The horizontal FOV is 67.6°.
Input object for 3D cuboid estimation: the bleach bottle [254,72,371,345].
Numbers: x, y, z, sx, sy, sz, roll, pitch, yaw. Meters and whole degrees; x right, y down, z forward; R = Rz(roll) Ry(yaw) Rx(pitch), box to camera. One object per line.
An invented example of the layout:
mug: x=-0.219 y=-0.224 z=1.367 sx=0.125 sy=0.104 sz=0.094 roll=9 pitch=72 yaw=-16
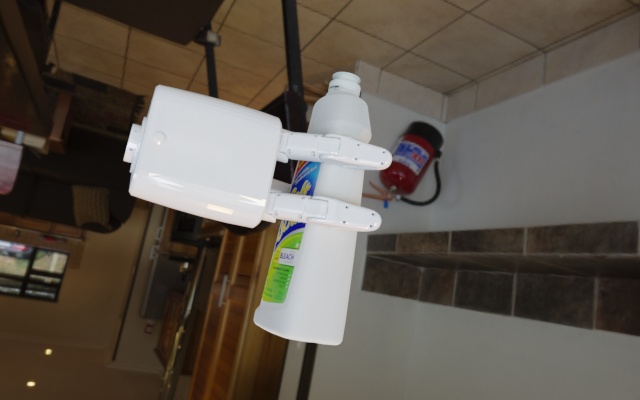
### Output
bleach bottle: x=0.000 y=0.002 z=0.458 sx=0.068 sy=0.250 sz=0.102 roll=15 pitch=-11 yaw=-22
